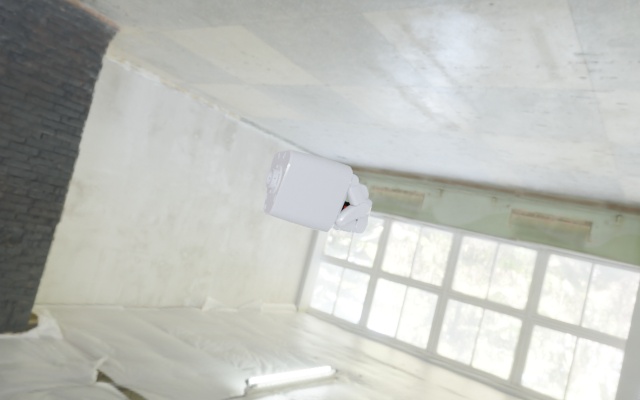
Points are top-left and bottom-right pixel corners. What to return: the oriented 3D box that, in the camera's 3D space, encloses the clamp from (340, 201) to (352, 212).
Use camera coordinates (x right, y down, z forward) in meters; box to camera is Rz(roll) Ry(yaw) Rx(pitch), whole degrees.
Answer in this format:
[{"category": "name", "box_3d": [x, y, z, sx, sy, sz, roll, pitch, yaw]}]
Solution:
[{"category": "clamp", "box_3d": [0.000, 0.003, 0.865, 0.120, 0.039, 0.171, 16, -4, -23]}]
